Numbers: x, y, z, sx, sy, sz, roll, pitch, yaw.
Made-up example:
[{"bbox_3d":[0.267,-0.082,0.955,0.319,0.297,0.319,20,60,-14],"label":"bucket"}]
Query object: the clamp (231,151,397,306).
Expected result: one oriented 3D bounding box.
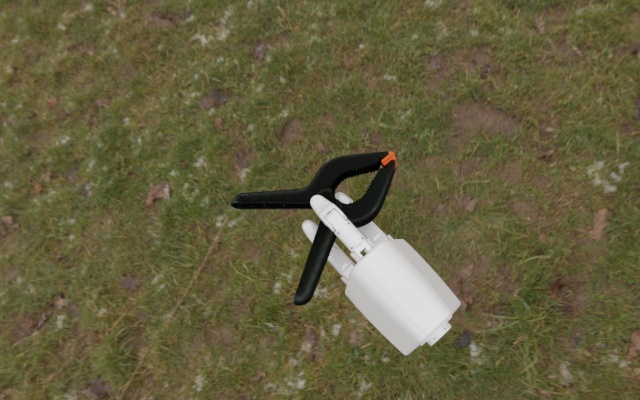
[{"bbox_3d":[0.001,0.002,0.592,0.210,0.164,0.036,-42,-19,-4],"label":"clamp"}]
